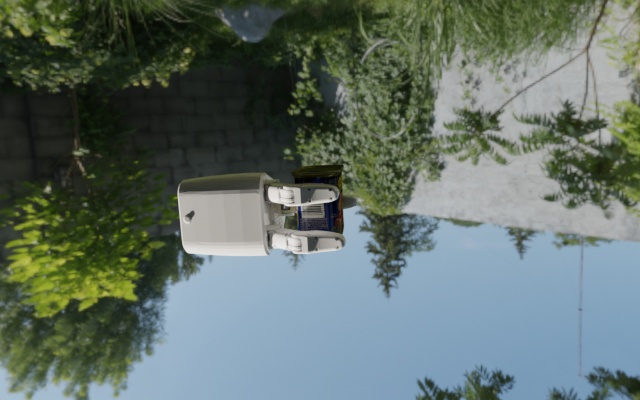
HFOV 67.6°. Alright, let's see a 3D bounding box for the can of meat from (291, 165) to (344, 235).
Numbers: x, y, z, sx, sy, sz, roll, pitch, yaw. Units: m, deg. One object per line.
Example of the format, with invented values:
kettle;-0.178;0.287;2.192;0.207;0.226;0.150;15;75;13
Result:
can of meat;0.000;0.002;0.583;0.057;0.084;0.102;-2;8;6
